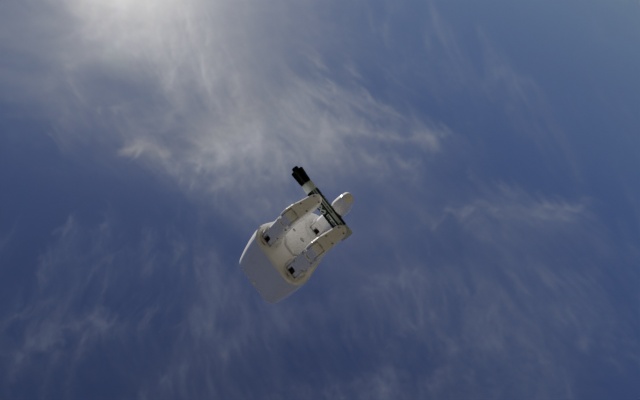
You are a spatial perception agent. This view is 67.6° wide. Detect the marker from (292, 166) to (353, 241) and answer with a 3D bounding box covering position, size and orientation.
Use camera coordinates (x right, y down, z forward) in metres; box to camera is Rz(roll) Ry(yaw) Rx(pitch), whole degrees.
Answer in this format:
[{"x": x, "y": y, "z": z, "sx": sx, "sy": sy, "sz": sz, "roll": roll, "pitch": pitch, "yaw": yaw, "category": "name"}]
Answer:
[{"x": 0.000, "y": 0.002, "z": 0.652, "sx": 0.020, "sy": 0.121, "sz": 0.020, "roll": -37, "pitch": -8, "yaw": -6, "category": "marker"}]
